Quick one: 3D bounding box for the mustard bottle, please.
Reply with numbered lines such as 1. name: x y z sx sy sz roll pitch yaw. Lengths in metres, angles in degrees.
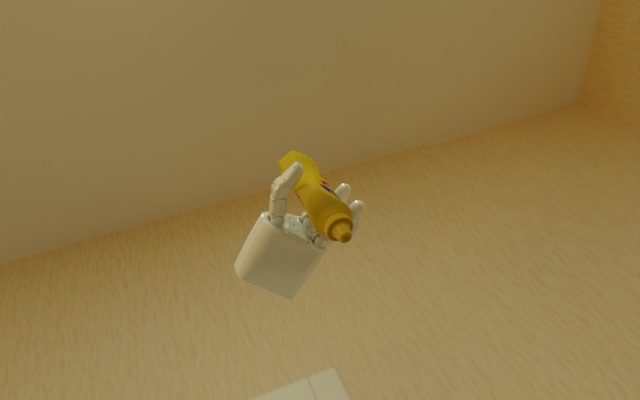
1. mustard bottle: 0.000 0.002 0.720 0.096 0.058 0.191 50 4 -39
